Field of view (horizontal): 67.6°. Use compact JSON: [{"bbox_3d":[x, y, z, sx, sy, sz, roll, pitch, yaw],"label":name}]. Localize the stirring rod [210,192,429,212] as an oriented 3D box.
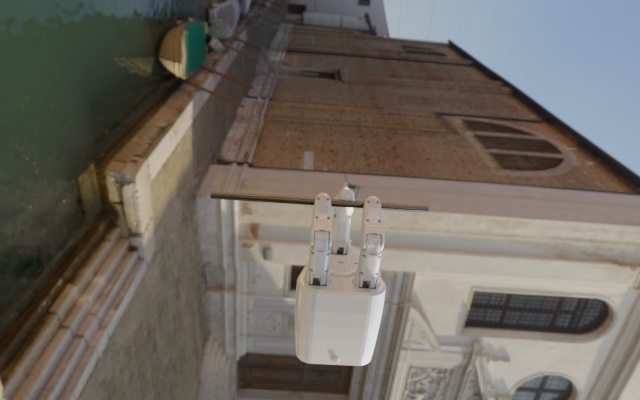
[{"bbox_3d":[0.000,0.002,0.529,0.239,0.011,0.011,4,0,-3],"label":"stirring rod"}]
